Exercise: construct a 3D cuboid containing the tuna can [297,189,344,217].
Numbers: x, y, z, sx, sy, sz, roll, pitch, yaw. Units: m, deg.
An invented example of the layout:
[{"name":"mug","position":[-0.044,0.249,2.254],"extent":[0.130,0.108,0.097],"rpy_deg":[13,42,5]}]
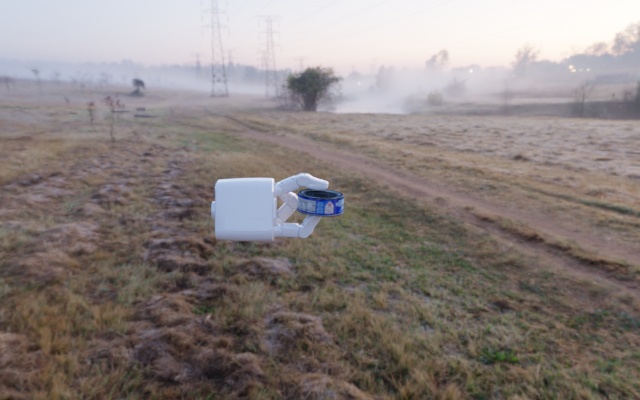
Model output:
[{"name":"tuna can","position":[0.000,0.002,0.870],"extent":[0.086,0.034,0.086],"rpy_deg":[4,13,-1]}]
